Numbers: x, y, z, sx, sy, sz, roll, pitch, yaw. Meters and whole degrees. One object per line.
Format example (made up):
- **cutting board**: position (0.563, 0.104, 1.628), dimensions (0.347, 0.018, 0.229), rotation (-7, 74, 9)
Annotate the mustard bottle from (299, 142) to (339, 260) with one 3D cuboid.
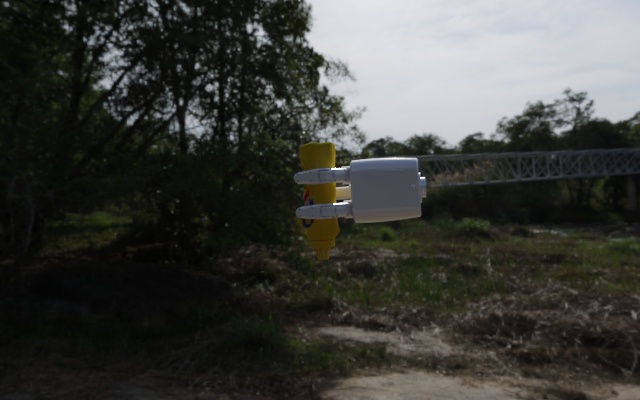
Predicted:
- **mustard bottle**: position (0.000, 0.002, 0.796), dimensions (0.058, 0.191, 0.096), rotation (-4, 0, -12)
